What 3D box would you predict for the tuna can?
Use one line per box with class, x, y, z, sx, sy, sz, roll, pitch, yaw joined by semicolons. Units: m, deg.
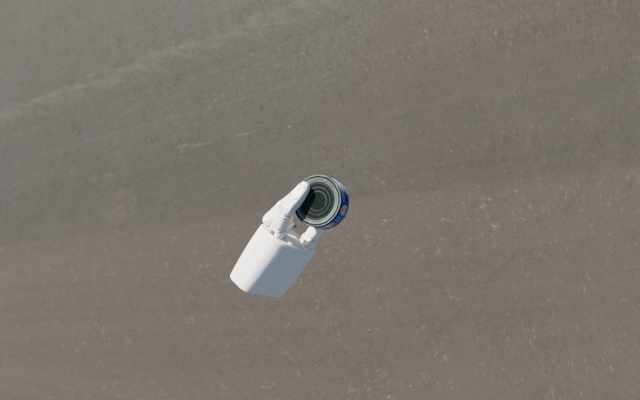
tuna can;0.000;0.002;0.763;0.086;0.086;0.034;0;-8;24
